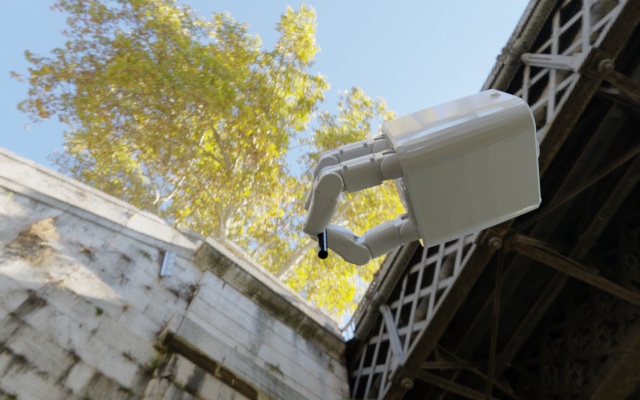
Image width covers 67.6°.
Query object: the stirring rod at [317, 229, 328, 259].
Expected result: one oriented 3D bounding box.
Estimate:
[{"bbox_3d":[0.000,0.002,0.477,0.011,0.011,0.239,0,19,-1],"label":"stirring rod"}]
